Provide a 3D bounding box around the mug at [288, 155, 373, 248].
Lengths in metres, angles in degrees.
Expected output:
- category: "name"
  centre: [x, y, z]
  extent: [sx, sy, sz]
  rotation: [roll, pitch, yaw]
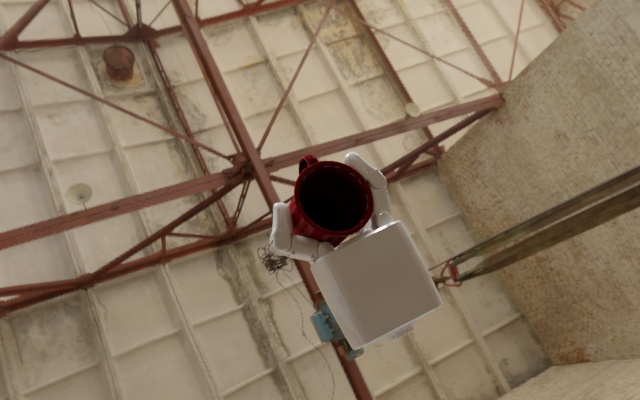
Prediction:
- category: "mug"
  centre: [-0.001, 0.001, 0.571]
  extent: [0.093, 0.117, 0.081]
  rotation: [-18, -17, -24]
